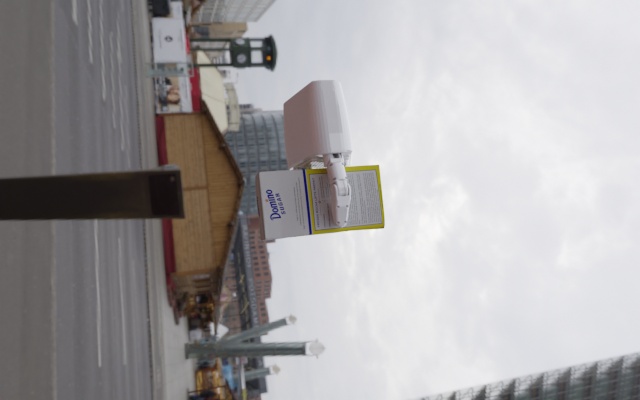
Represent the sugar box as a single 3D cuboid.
[{"bbox_3d":[0.000,0.002,0.672,0.176,0.093,0.048,-4,-5,-14],"label":"sugar box"}]
